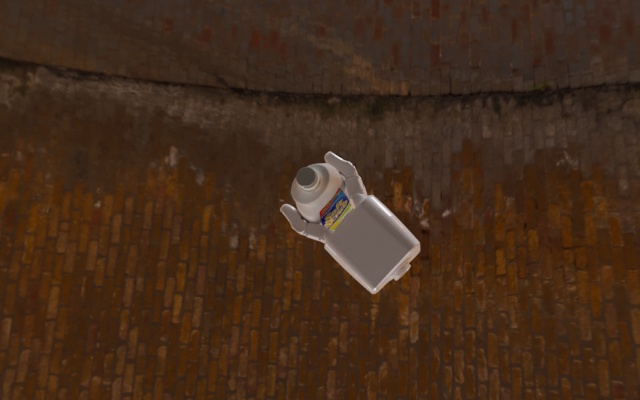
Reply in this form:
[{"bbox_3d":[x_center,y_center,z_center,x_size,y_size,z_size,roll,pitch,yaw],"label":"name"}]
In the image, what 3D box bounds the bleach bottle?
[{"bbox_3d":[0.000,0.002,0.777,0.068,0.102,0.251,46,-1,18],"label":"bleach bottle"}]
